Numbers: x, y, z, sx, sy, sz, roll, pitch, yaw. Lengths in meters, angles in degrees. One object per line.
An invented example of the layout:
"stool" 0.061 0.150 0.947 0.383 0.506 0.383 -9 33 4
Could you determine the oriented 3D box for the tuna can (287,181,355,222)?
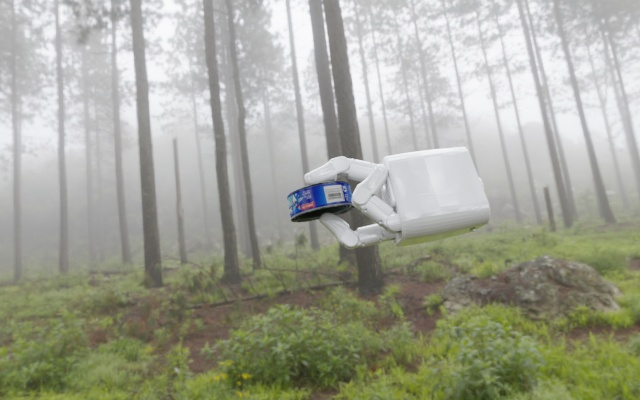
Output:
"tuna can" 0.000 0.002 0.625 0.086 0.033 0.086 -12 -11 -2
